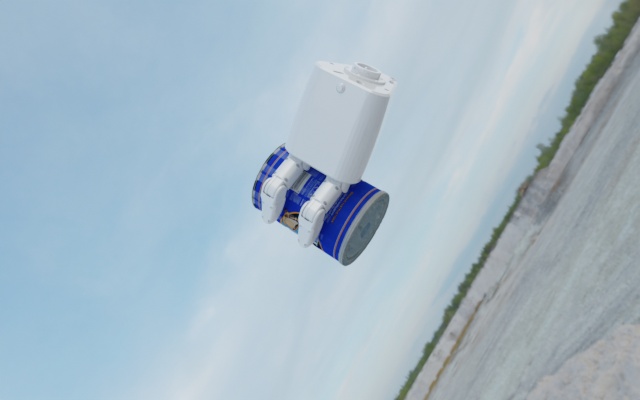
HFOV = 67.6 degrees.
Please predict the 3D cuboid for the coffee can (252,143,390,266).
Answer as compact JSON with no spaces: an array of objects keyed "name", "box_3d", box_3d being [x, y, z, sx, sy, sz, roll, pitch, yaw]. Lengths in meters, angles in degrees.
[{"name":"coffee can","box_3d":[0.000,0.002,0.598,0.140,0.103,0.103,31,11,20]}]
